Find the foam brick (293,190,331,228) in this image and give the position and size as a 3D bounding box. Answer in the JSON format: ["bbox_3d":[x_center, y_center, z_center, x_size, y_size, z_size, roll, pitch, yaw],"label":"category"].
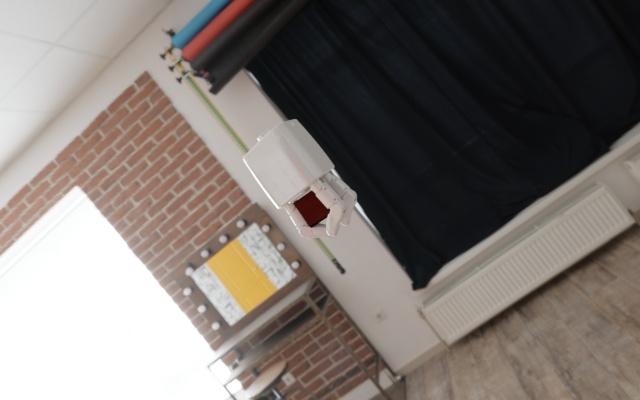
[{"bbox_3d":[0.000,0.003,0.806,0.053,0.051,0.078,-35,2,22],"label":"foam brick"}]
